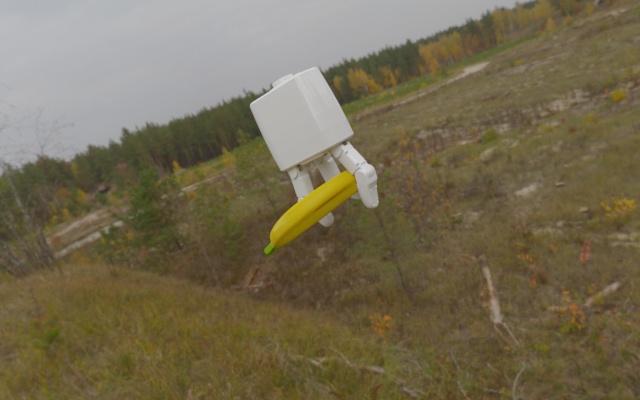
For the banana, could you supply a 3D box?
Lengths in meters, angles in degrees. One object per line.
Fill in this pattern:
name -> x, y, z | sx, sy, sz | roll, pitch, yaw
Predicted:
banana -> 0.002, 0.001, 0.647 | 0.198, 0.037, 0.069 | -36, 1, -16
